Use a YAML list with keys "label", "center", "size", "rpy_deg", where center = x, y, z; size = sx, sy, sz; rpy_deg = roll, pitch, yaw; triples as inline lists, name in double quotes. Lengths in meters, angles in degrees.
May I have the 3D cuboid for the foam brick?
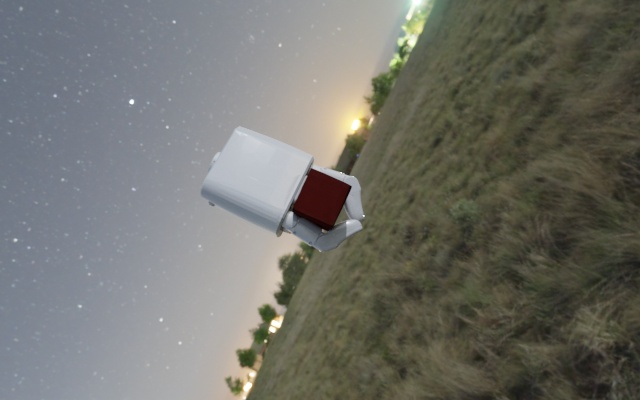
- label: "foam brick"
  center: [0.000, 0.002, 0.564]
  size: [0.051, 0.053, 0.078]
  rpy_deg: [25, -9, 1]
